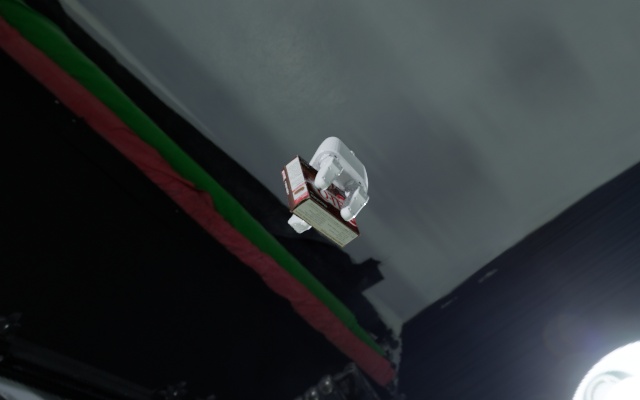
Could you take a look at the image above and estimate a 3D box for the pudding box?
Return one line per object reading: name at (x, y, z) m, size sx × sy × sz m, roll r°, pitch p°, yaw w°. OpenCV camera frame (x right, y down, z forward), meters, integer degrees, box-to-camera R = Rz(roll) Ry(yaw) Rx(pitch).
pudding box at (0.000, 0.002, 0.658) m, size 0.039 × 0.090 × 0.113 m, roll -40°, pitch -50°, yaw 19°
